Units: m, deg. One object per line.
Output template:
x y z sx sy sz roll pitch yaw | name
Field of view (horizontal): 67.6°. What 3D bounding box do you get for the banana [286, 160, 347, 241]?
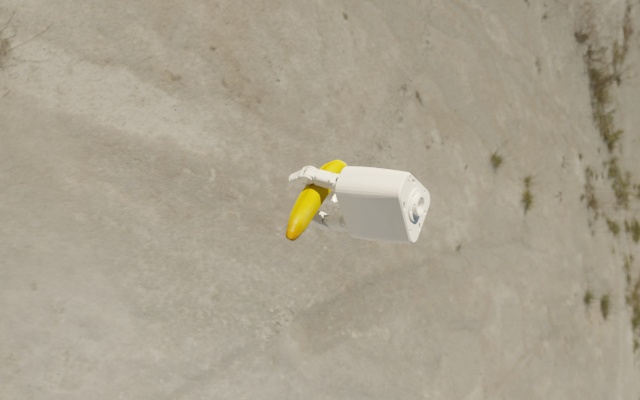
0.001 -0.014 0.774 0.037 0.070 0.197 16 40 23 | banana
